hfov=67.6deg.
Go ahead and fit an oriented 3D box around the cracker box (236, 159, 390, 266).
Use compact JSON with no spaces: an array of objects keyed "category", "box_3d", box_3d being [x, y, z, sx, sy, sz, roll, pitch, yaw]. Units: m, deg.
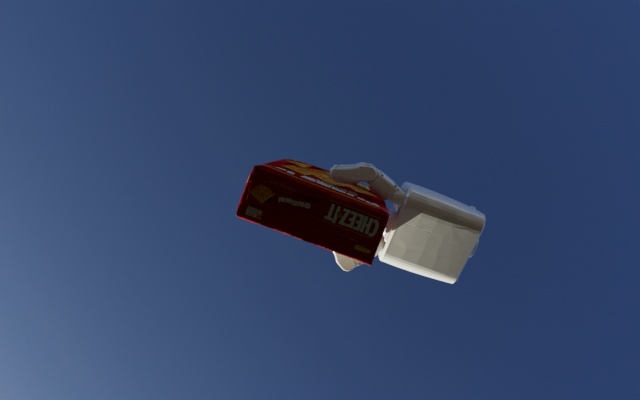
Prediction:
[{"category":"cracker box","box_3d":[0.000,0.002,0.630,0.164,0.072,0.213,20,8,2]}]
